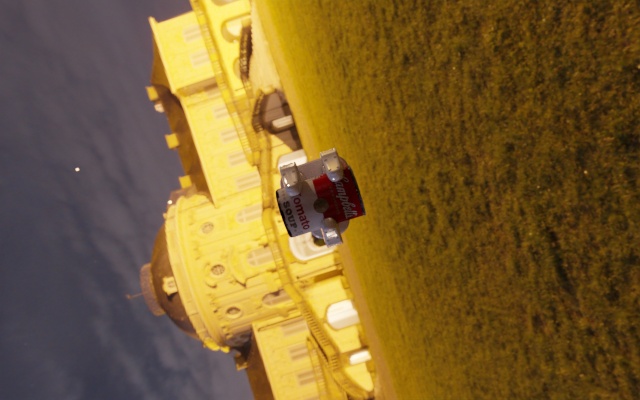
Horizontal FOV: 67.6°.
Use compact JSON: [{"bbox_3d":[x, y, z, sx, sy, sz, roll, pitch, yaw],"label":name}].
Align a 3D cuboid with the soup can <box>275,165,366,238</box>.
[{"bbox_3d":[0.000,0.002,0.616,0.102,0.068,0.068,-18,-1,1],"label":"soup can"}]
